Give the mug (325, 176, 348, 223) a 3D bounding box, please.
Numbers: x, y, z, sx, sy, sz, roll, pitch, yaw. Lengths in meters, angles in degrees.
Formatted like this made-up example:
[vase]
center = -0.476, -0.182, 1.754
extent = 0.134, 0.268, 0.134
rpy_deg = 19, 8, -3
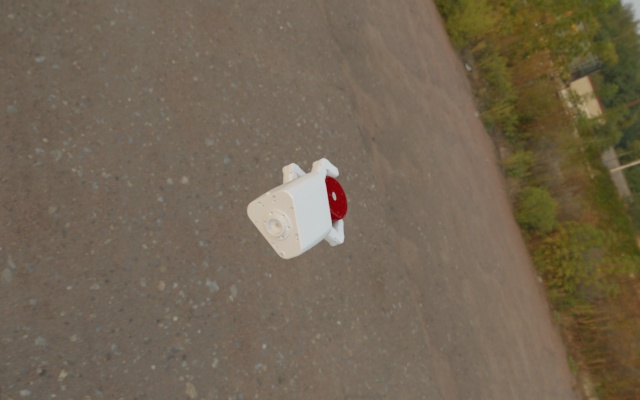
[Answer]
[mug]
center = 0.001, 0.002, 0.872
extent = 0.081, 0.093, 0.117
rpy_deg = -21, 5, 30
